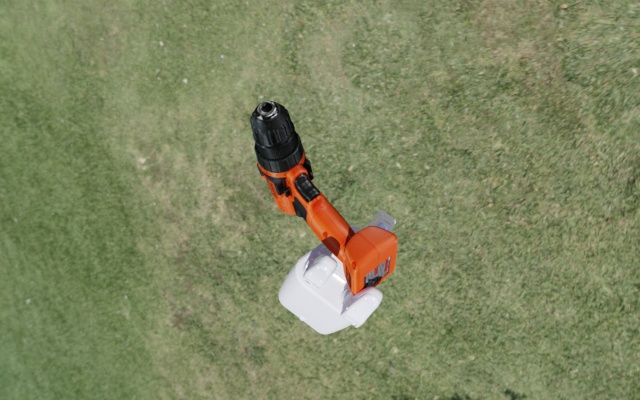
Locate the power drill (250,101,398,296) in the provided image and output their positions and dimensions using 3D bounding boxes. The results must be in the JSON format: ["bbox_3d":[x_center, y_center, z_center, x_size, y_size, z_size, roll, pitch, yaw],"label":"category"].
[{"bbox_3d":[0.000,0.002,0.500,0.057,0.187,0.184,-35,-27,-11],"label":"power drill"}]
